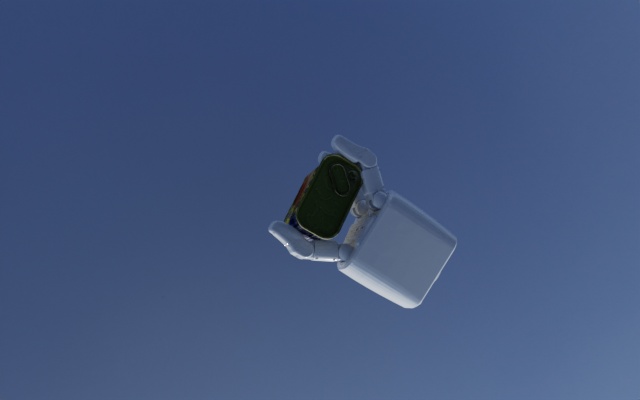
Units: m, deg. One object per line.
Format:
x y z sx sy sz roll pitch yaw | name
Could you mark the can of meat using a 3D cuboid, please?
0.000 0.002 0.596 0.057 0.102 0.084 30 -18 -10 | can of meat
